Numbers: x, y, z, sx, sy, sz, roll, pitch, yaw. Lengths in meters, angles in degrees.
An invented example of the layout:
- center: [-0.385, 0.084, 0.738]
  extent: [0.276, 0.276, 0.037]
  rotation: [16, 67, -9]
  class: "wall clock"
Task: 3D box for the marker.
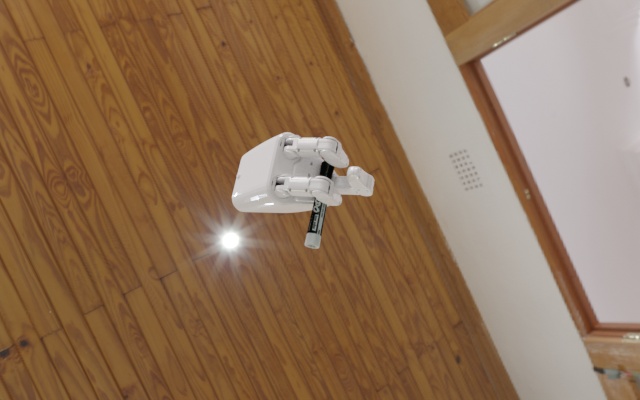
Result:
- center: [0.000, 0.002, 0.619]
  extent: [0.020, 0.121, 0.020]
  rotation: [10, -19, 3]
  class: "marker"
